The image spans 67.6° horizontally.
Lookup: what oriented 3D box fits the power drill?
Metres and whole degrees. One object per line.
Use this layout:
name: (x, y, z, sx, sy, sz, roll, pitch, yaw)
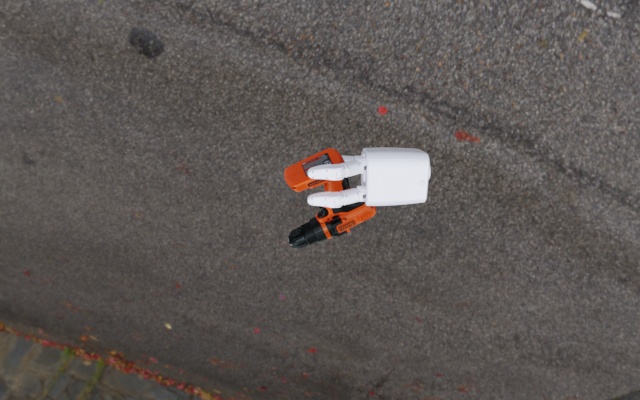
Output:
power drill: (0.000, 0.003, 0.887, 0.184, 0.057, 0.188, -26, -42, 0)
